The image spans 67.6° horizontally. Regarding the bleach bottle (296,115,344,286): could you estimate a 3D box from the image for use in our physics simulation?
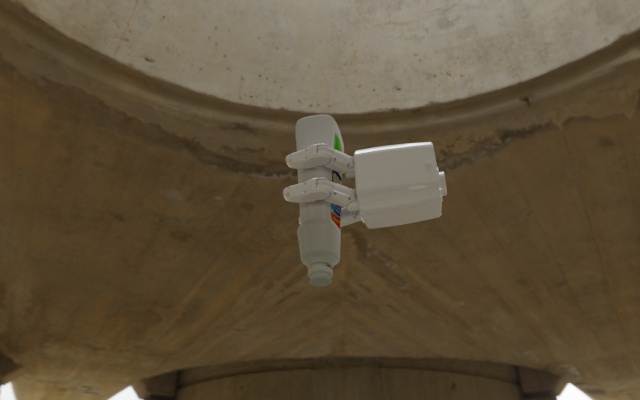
[{"bbox_3d":[0.000,0.002,0.670,0.068,0.250,0.103,-7,-35,10],"label":"bleach bottle"}]
